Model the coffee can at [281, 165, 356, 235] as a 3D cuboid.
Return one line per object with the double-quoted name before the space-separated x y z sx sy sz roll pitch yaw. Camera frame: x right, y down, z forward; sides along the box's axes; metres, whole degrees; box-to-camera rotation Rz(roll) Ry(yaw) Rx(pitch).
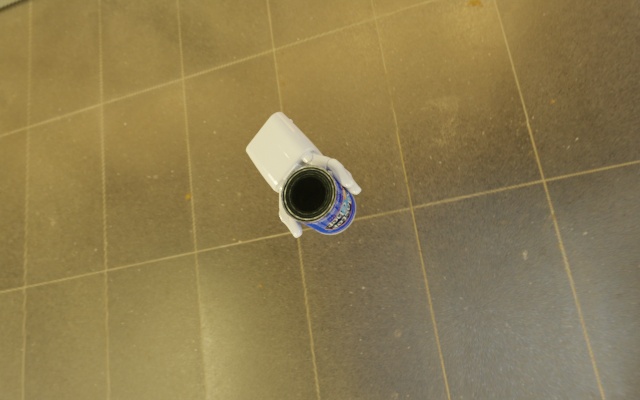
"coffee can" 0.000 0.003 0.883 0.103 0.102 0.140 0 -12 18
